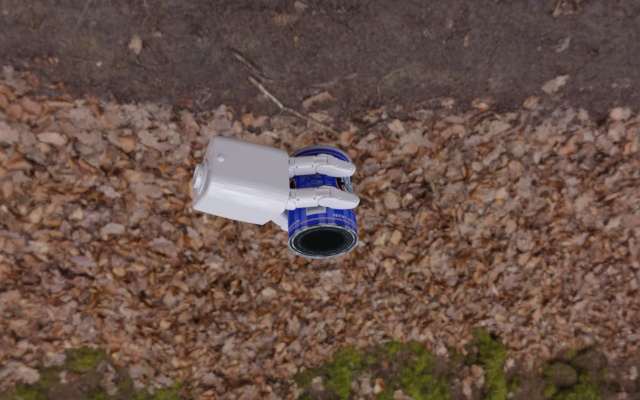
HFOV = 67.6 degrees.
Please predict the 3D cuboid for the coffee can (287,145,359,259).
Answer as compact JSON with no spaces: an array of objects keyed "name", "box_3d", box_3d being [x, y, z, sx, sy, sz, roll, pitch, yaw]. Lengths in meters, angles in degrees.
[{"name":"coffee can","box_3d":[0.000,0.002,0.719,0.103,0.140,0.103,-3,-33,-2]}]
